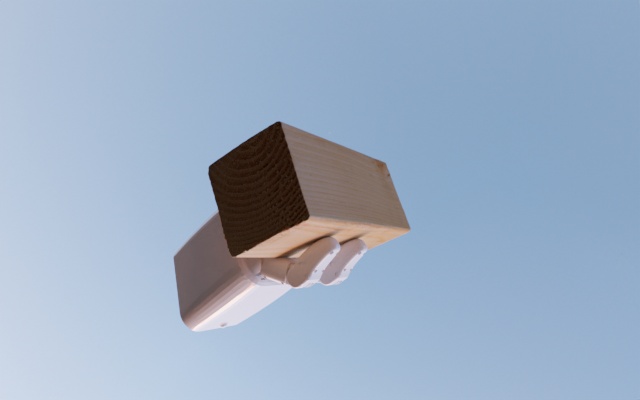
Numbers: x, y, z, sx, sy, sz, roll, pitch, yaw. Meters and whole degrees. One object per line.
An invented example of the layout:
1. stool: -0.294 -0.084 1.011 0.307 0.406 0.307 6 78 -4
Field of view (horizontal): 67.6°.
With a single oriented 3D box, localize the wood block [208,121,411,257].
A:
1. wood block: 0.000 0.001 0.482 0.090 0.090 0.206 -28 -19 27
